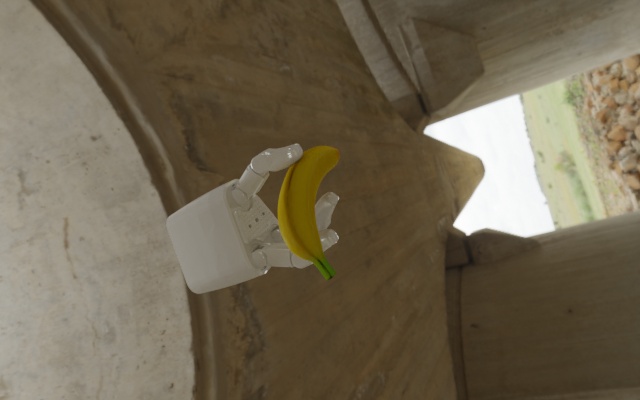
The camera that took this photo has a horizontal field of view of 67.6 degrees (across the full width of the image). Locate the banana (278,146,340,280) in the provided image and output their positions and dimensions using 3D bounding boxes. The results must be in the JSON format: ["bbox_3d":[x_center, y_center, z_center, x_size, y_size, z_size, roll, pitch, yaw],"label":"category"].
[{"bbox_3d":[-0.012,-0.007,0.513,0.037,0.197,0.070,-28,-54,29],"label":"banana"}]
